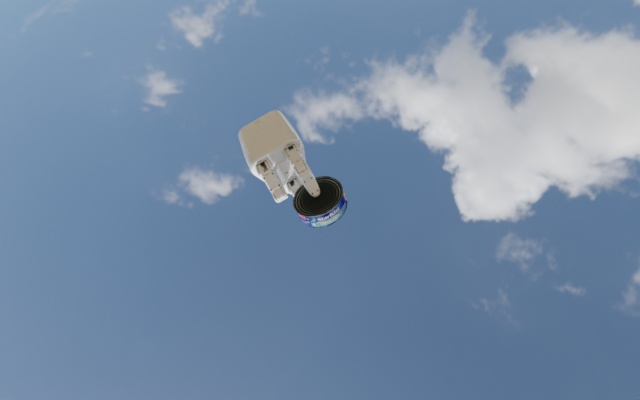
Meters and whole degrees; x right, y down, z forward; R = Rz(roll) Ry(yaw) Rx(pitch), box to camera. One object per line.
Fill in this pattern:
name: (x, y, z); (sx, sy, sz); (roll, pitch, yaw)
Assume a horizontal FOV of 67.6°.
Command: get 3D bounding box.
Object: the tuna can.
tuna can: (0.000, 0.003, 0.783); (0.086, 0.086, 0.034); (0, -40, 24)
